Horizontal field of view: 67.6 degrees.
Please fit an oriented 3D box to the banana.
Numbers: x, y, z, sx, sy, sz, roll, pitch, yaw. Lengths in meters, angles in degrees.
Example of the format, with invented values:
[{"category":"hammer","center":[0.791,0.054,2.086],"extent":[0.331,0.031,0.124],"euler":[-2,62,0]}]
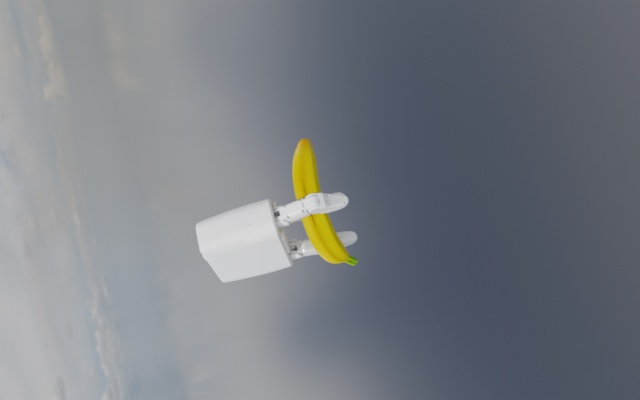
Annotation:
[{"category":"banana","center":[-0.006,0.007,0.669],"extent":[0.037,0.198,0.069],"euler":[-20,-1,23]}]
